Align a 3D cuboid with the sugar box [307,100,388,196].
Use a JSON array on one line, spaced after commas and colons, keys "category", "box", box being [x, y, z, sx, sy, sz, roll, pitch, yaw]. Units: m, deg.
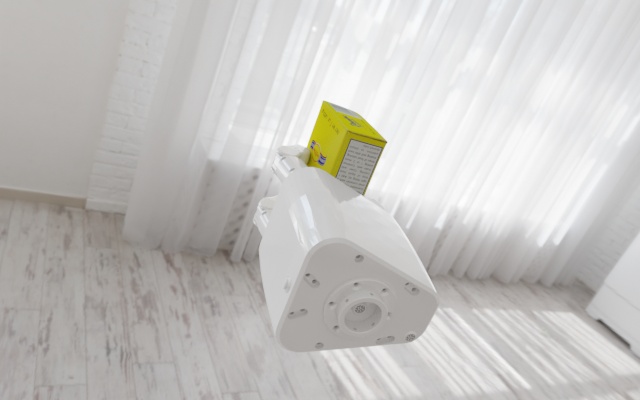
[{"category": "sugar box", "box": [0.000, 0.001, 0.466, 0.048, 0.176, 0.093, 15, 22, -21]}]
